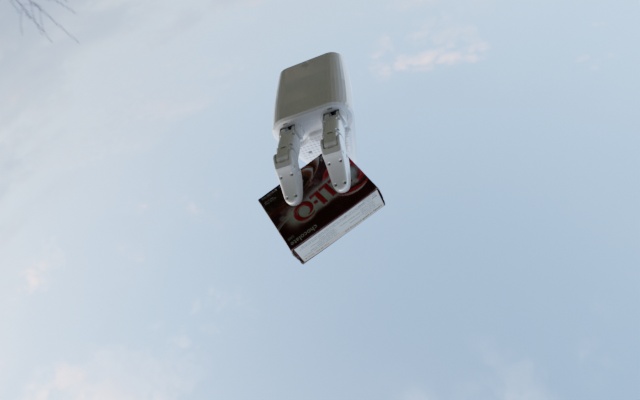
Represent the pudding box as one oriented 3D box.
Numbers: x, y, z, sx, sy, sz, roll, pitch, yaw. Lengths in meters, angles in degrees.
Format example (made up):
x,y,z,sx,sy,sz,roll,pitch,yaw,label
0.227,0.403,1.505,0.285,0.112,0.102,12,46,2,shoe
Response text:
x,y,z,sx,sy,sz,roll,pitch,yaw,label
0.000,0.002,0.522,0.090,0.113,0.039,51,-2,43,pudding box
